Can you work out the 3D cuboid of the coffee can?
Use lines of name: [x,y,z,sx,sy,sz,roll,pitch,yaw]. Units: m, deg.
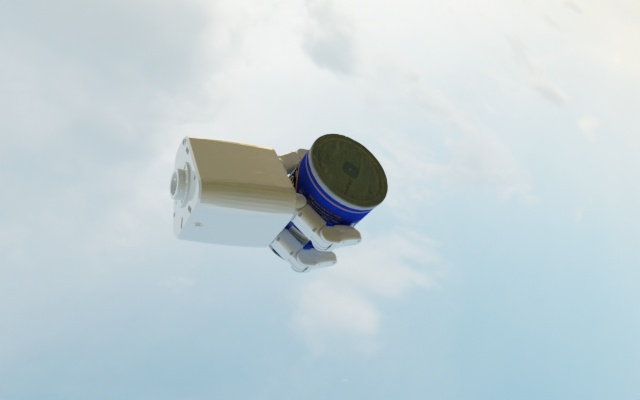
coffee can: [0.000,0.002,0.582,0.103,0.102,0.140,0,-33,-36]
